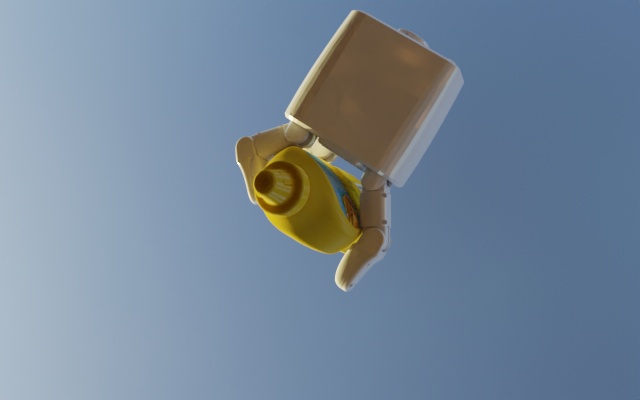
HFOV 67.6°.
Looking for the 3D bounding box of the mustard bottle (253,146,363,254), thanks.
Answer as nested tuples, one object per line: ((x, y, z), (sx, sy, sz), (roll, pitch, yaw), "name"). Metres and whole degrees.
((0.000, 0.002, 0.412), (0.058, 0.096, 0.192), (-35, -20, 15), "mustard bottle")
